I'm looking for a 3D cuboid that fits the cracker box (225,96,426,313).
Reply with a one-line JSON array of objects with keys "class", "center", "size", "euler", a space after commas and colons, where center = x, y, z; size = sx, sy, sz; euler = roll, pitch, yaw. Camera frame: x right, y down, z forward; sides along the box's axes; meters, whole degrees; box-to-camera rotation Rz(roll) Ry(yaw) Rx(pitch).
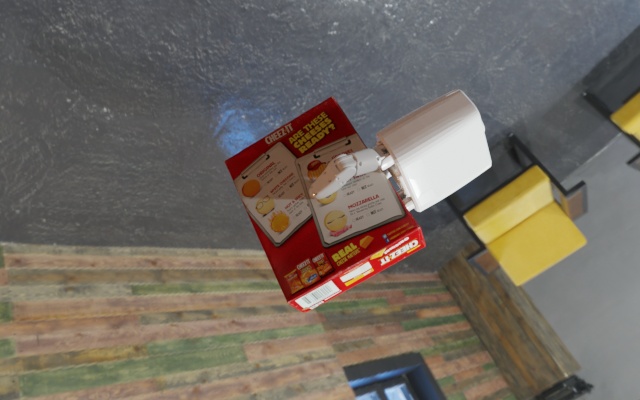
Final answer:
[{"class": "cracker box", "center": [0.000, 0.002, 0.578], "size": [0.164, 0.213, 0.072], "euler": [-30, -31, 2]}]
